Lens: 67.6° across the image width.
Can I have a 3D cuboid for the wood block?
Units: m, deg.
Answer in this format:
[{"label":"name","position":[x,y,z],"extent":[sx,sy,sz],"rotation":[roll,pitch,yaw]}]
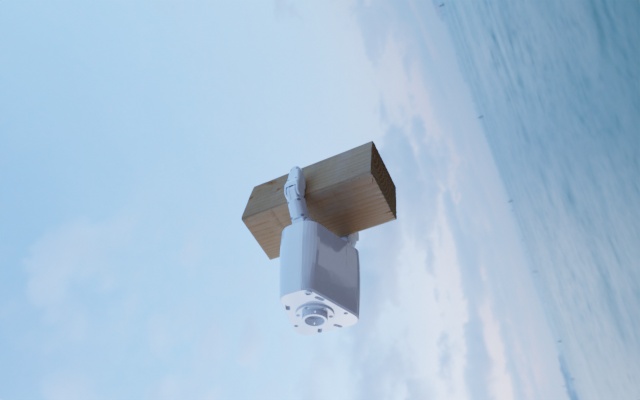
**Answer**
[{"label":"wood block","position":[0.000,0.002,0.709],"extent":[0.206,0.091,0.090],"rotation":[-19,30,20]}]
